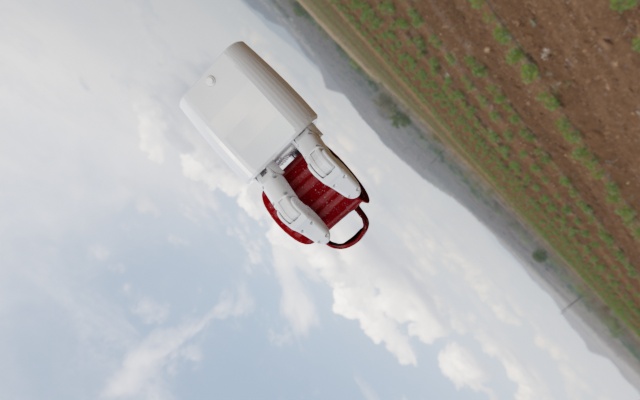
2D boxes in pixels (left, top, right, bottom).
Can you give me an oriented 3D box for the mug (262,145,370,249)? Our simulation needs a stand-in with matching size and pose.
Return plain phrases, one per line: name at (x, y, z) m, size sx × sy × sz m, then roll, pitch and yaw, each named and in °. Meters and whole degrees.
mug at (0.001, 0.003, 0.511) m, size 0.081 × 0.117 × 0.093 m, roll -42°, pitch 1°, yaw 14°
